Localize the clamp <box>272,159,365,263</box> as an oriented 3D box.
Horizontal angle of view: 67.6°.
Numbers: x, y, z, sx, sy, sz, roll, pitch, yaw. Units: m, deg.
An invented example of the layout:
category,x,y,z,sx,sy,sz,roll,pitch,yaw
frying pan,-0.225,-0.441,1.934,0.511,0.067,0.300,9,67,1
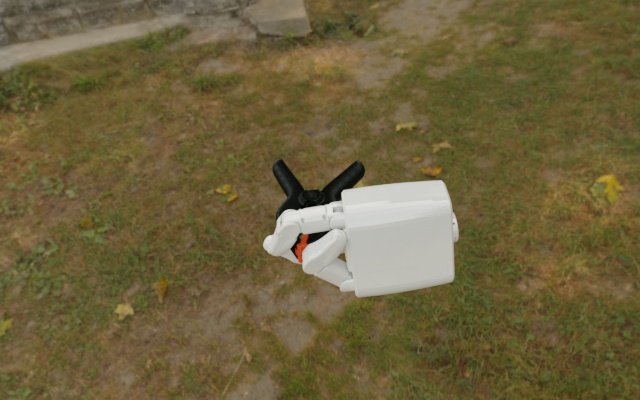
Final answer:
category,x,y,z,sx,sy,sz,roll,pitch,yaw
clamp,0.000,0.002,0.575,0.120,0.039,0.171,-8,43,4
